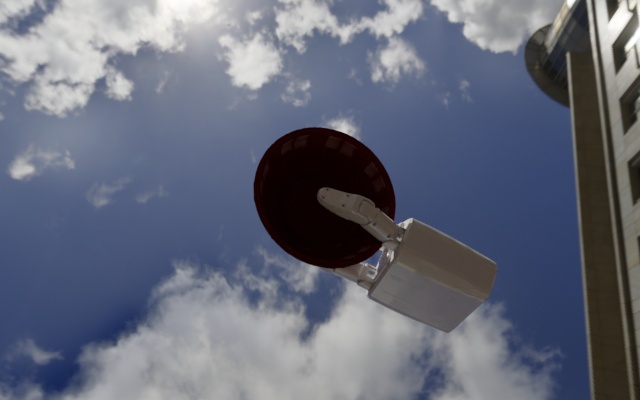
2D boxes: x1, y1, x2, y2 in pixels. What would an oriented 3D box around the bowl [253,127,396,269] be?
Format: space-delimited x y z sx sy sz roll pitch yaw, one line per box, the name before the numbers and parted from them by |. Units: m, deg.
bowl | -0.001 0.001 0.535 0.162 0.162 0.055 0 -19 -20
